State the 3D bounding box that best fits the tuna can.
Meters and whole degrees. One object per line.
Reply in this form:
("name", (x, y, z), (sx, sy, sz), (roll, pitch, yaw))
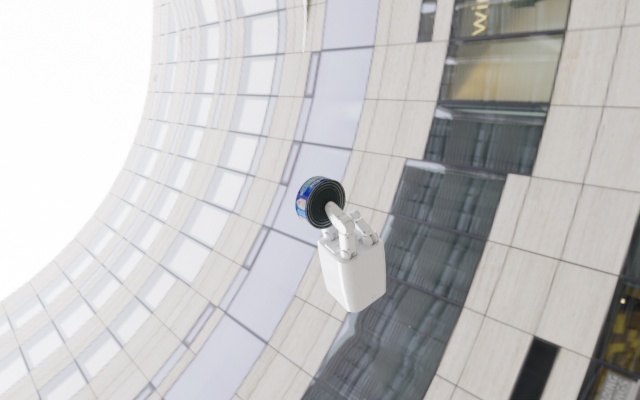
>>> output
("tuna can", (0.000, 0.002, 0.796), (0.086, 0.086, 0.033), (0, 16, -42))
